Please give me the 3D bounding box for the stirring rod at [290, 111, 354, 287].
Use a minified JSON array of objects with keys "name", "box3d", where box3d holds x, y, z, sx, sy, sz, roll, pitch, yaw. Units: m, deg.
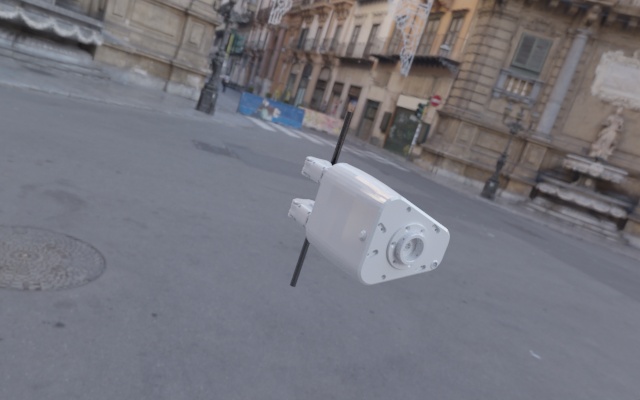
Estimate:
[{"name":"stirring rod","box3d":[0.000,0.002,0.617,0.011,0.239,0.011,18,11,-4]}]
